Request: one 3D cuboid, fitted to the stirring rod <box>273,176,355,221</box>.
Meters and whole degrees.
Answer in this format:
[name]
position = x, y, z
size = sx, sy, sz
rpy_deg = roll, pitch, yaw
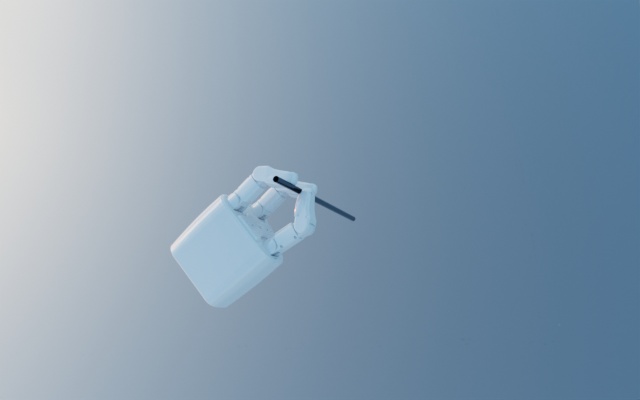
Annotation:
[stirring rod]
position = 0.000, 0.002, 0.662
size = 0.011, 0.011, 0.239
rpy_deg = 0, -13, 27
